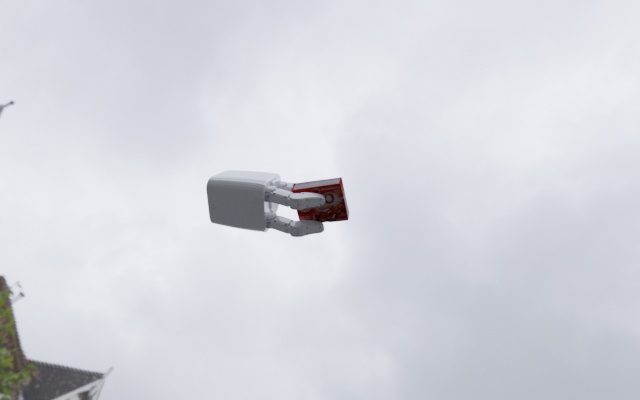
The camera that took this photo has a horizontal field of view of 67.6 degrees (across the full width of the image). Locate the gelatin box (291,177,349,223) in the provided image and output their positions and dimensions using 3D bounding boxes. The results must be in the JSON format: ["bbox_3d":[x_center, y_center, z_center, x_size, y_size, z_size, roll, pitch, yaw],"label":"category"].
[{"bbox_3d":[0.001,0.002,0.829,0.089,0.073,0.030,-7,27,12],"label":"gelatin box"}]
